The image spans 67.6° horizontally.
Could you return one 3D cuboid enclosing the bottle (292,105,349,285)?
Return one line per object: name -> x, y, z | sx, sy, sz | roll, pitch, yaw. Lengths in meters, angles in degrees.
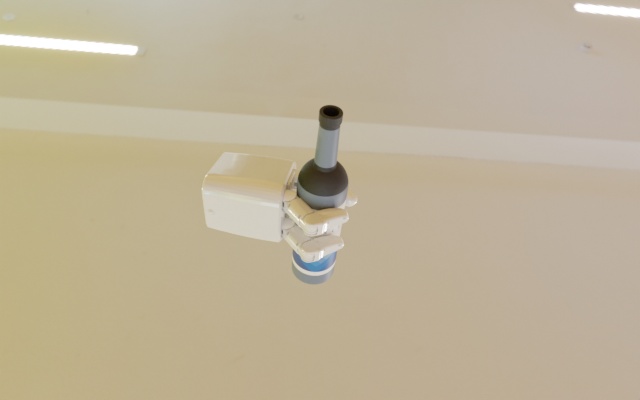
bottle -> 0.000, 0.002, 0.642 | 0.069, 0.069, 0.296 | 0, -44, -7
